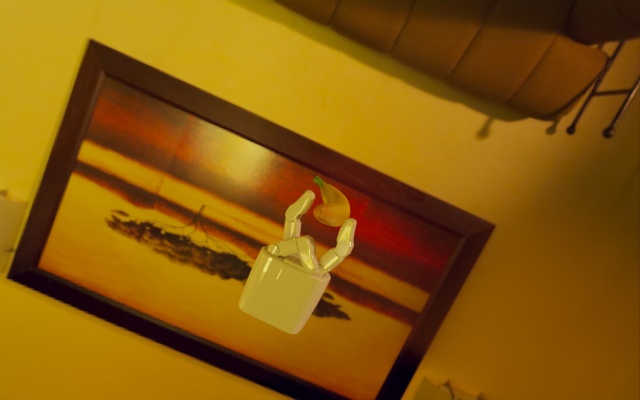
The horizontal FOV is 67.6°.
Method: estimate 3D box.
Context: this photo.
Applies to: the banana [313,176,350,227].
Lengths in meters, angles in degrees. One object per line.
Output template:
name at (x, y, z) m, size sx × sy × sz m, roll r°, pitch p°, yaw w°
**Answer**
banana at (0.017, 0.010, 0.758) m, size 0.069 × 0.037 × 0.197 m, roll 26°, pitch 12°, yaw -9°
